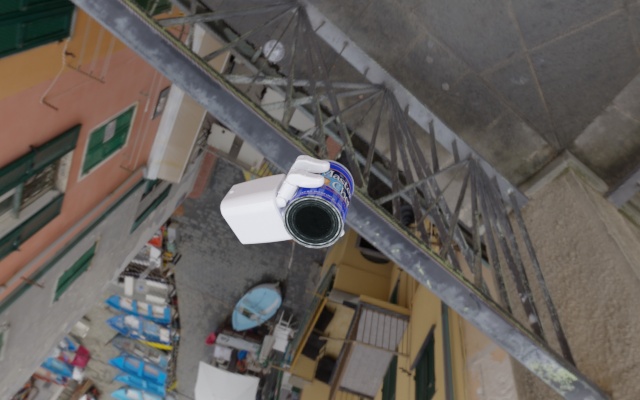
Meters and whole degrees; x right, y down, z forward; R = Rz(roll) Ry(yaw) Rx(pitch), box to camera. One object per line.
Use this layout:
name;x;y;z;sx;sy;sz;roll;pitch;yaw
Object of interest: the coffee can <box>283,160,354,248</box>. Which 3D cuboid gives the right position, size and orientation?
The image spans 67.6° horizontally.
coffee can;0.000;0.003;0.844;0.103;0.103;0.140;0;29;12
